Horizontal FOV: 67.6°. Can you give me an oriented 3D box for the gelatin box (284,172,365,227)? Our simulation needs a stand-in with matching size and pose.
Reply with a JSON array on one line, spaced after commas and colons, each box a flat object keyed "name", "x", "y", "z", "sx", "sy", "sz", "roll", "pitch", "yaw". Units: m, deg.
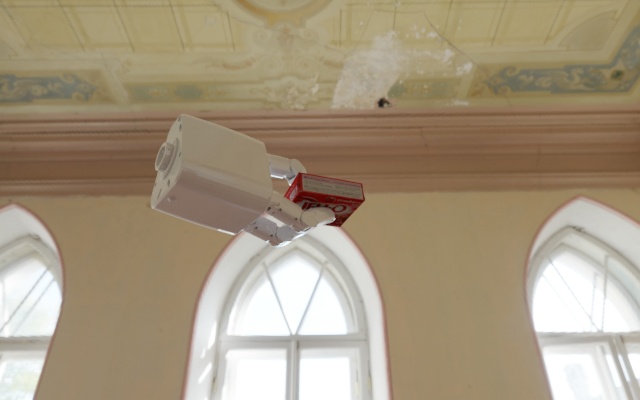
[{"name": "gelatin box", "x": 0.000, "y": 0.002, "z": 0.604, "sx": 0.089, "sy": 0.030, "sz": 0.073, "roll": 8, "pitch": -33, "yaw": -23}]
